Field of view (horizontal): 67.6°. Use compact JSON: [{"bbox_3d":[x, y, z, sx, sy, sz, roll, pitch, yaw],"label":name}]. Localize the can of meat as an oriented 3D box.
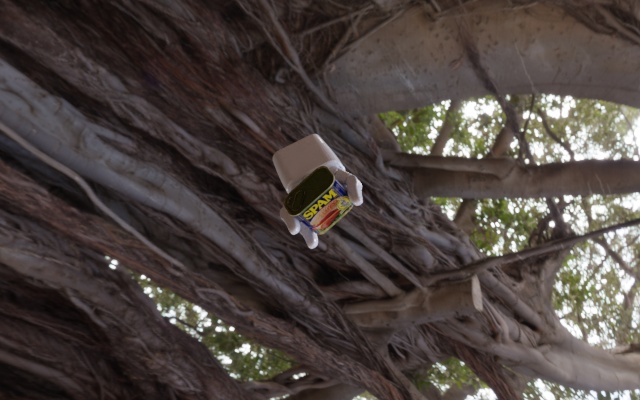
[{"bbox_3d":[0.000,0.003,0.848,0.084,0.102,0.057,43,8,-45],"label":"can of meat"}]
